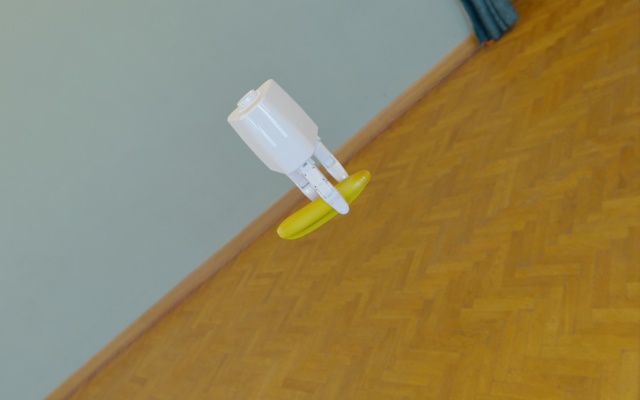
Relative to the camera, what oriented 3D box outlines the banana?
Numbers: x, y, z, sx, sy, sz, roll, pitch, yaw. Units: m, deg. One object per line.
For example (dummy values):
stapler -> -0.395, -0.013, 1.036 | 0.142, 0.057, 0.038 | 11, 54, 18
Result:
banana -> -0.006, 0.014, 0.752 | 0.198, 0.037, 0.069 | -32, 22, 29
